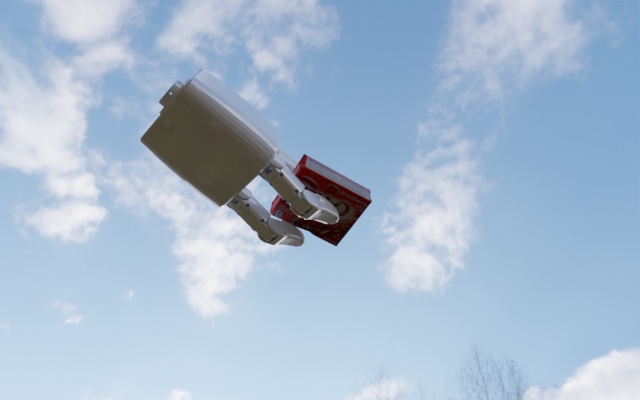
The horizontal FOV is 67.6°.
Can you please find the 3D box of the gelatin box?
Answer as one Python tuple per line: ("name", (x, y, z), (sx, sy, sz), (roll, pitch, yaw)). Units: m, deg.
("gelatin box", (0.000, 0.002, 0.530), (0.089, 0.073, 0.030), (27, 29, -15))
